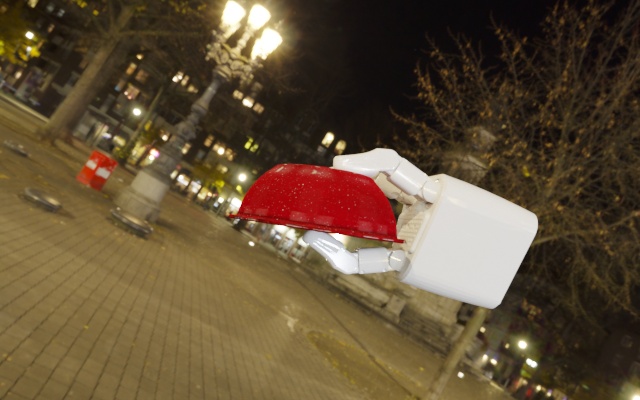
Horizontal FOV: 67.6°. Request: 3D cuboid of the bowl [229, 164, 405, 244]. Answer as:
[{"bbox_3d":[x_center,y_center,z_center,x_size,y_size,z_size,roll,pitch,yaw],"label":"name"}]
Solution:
[{"bbox_3d":[-0.001,0.001,0.440,0.162,0.055,0.162,8,-3,0],"label":"bowl"}]
